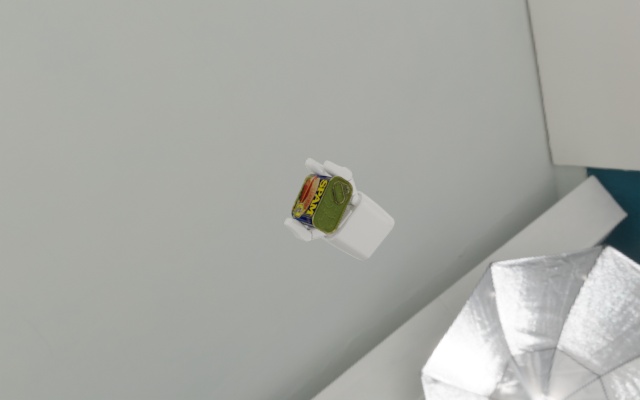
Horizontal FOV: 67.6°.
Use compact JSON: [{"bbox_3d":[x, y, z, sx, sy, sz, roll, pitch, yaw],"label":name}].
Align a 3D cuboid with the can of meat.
[{"bbox_3d":[0.000,0.003,0.869,0.057,0.102,0.084,30,-9,-34],"label":"can of meat"}]
